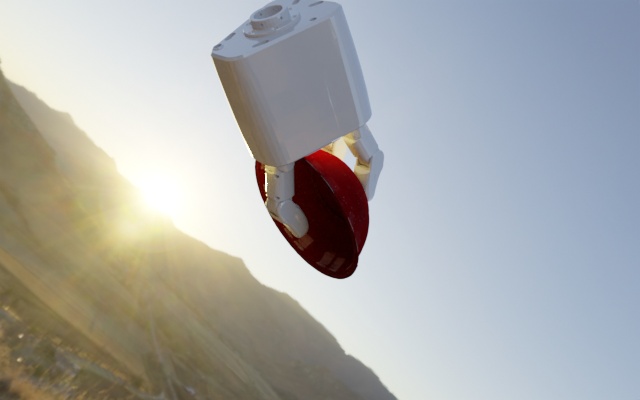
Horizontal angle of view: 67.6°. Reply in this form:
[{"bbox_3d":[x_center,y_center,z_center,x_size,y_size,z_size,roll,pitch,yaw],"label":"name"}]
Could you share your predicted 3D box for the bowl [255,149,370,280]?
[{"bbox_3d":[0.000,0.002,0.506,0.055,0.162,0.162,-33,17,-28],"label":"bowl"}]
